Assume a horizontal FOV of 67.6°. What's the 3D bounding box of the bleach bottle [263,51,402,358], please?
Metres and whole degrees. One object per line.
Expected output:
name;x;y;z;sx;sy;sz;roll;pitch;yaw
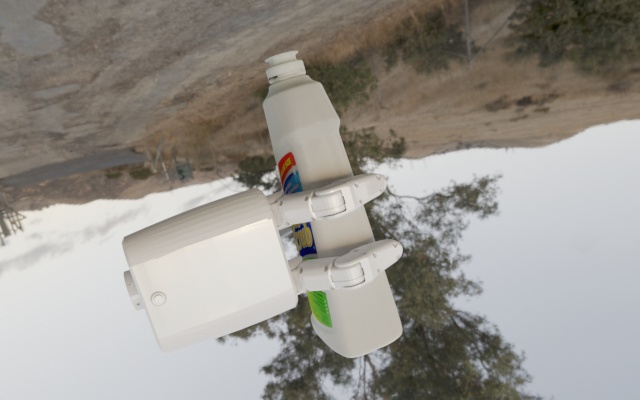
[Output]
bleach bottle;0.000;0.001;0.414;0.068;0.251;0.102;-19;11;-16
